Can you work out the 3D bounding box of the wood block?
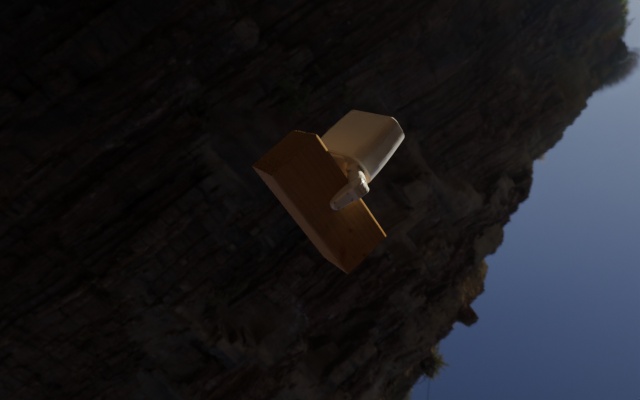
[{"bbox_3d":[0.001,0.002,0.739,0.090,0.206,0.091,-43,26,-12],"label":"wood block"}]
